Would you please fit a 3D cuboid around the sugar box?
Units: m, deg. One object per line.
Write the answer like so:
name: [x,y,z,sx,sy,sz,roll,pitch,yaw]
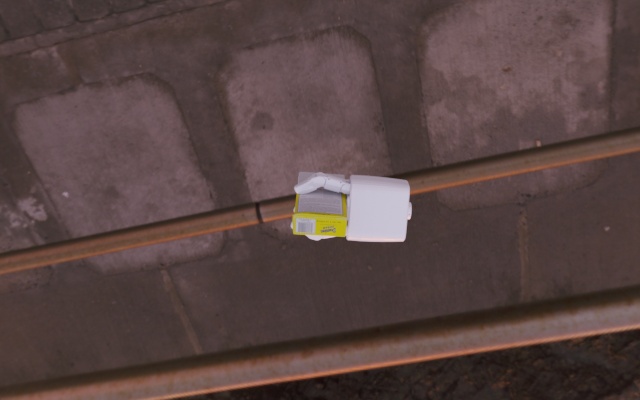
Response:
sugar box: [0.000,0.003,0.883,0.093,0.048,0.176,4,25,0]
